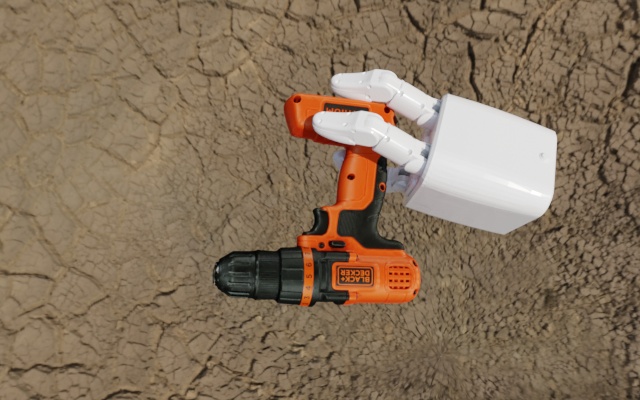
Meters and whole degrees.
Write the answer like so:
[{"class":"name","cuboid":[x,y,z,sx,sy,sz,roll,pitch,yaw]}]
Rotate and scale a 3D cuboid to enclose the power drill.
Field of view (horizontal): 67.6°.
[{"class":"power drill","cuboid":[0.000,0.001,0.437,0.184,0.187,0.057,4,-9,-14]}]
